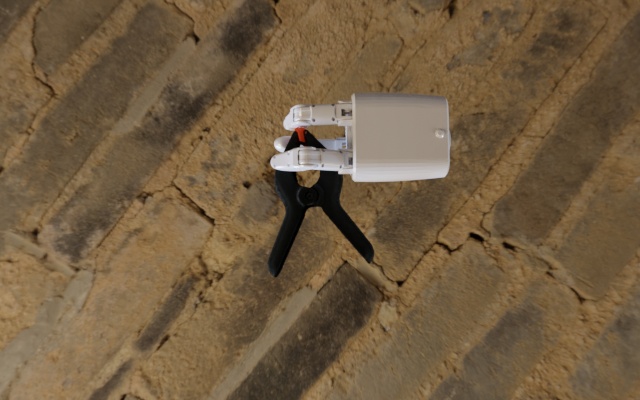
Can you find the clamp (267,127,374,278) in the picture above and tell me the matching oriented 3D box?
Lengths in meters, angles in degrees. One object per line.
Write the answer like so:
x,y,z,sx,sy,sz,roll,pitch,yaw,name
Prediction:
0.000,0.002,0.546,0.120,0.171,0.039,0,-4,-1,clamp
